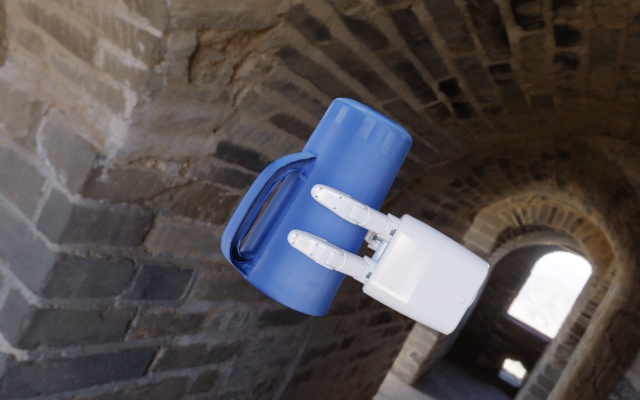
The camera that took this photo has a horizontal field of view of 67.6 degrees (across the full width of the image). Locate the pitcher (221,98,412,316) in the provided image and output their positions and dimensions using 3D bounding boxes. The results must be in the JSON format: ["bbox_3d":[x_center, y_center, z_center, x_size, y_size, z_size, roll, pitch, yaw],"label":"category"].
[{"bbox_3d":[0.000,0.002,0.572,0.145,0.243,0.149,29,5,4],"label":"pitcher"}]
